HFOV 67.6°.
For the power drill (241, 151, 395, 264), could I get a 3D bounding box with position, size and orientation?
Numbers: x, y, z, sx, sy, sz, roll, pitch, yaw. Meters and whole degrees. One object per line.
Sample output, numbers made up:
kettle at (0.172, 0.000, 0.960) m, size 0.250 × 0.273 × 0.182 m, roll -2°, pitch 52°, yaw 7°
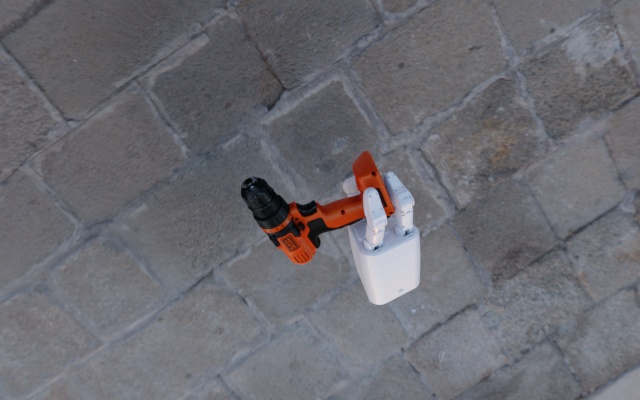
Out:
power drill at (0.001, 0.002, 0.686) m, size 0.187 × 0.057 × 0.184 m, roll -24°, pitch -44°, yaw 9°
